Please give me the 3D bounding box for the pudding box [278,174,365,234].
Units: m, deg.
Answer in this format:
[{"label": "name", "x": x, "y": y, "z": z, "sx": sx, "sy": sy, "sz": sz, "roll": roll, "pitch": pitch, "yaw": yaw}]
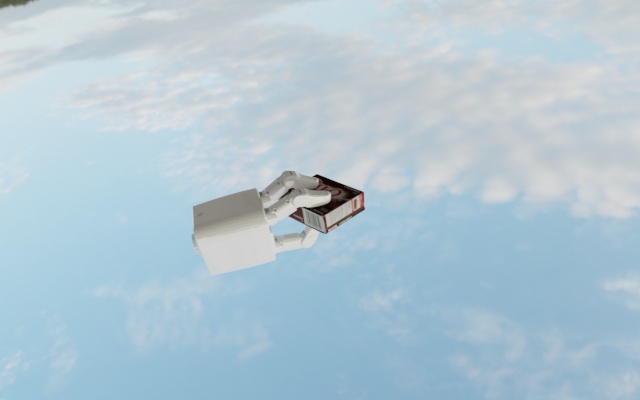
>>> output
[{"label": "pudding box", "x": 0.000, "y": 0.003, "z": 0.757, "sx": 0.090, "sy": 0.039, "sz": 0.113, "roll": -31, "pitch": 39, "yaw": -32}]
